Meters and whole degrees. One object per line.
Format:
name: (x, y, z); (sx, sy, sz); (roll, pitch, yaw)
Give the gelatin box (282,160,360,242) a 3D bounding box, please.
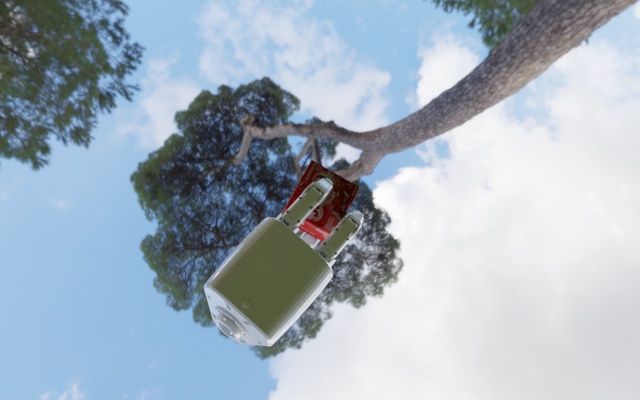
gelatin box: (0.000, 0.002, 0.603); (0.073, 0.089, 0.030); (29, -36, -3)
